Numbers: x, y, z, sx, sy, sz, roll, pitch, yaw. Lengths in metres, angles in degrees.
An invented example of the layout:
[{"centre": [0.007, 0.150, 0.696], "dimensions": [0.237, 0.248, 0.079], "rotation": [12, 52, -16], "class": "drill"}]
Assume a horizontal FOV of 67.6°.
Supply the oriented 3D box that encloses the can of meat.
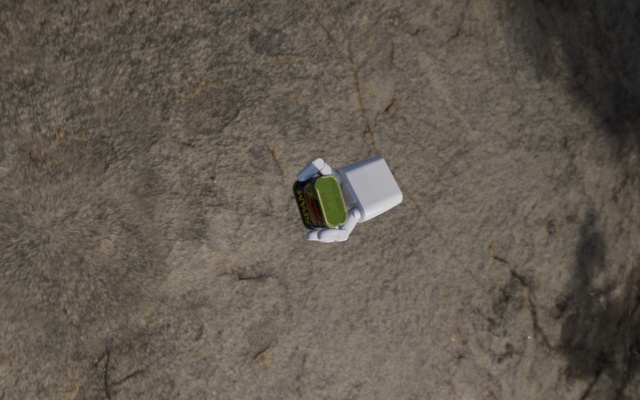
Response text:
[{"centre": [0.000, 0.003, 0.898], "dimensions": [0.057, 0.102, 0.084], "rotation": [-20, 7, -30], "class": "can of meat"}]
